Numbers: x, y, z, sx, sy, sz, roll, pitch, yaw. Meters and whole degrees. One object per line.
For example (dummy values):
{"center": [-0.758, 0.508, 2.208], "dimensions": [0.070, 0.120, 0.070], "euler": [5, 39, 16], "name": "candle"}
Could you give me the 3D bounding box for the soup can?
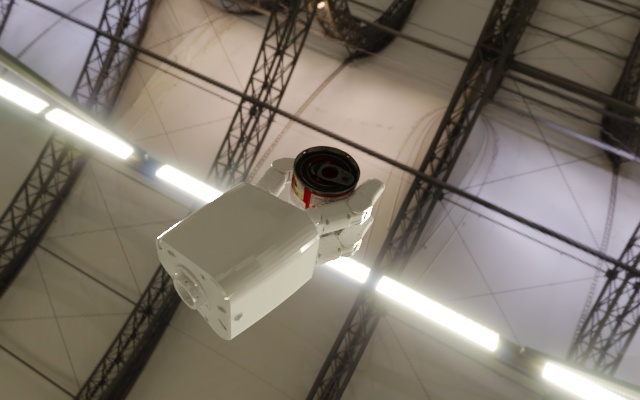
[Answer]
{"center": [0.000, 0.002, 0.514], "dimensions": [0.068, 0.068, 0.102], "euler": [0, -42, -10], "name": "soup can"}
